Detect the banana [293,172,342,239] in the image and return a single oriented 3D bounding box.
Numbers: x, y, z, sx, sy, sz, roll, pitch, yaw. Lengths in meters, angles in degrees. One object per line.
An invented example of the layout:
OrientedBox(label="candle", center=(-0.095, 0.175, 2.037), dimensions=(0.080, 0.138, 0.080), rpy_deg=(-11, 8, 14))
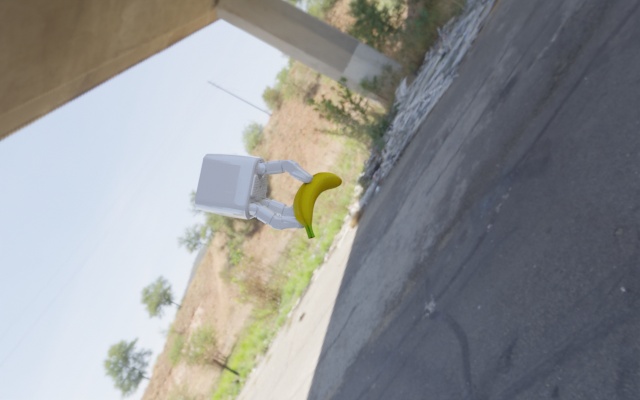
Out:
OrientedBox(label="banana", center=(-0.009, -0.011, 0.878), dimensions=(0.037, 0.070, 0.197), rpy_deg=(-14, 26, 29))
